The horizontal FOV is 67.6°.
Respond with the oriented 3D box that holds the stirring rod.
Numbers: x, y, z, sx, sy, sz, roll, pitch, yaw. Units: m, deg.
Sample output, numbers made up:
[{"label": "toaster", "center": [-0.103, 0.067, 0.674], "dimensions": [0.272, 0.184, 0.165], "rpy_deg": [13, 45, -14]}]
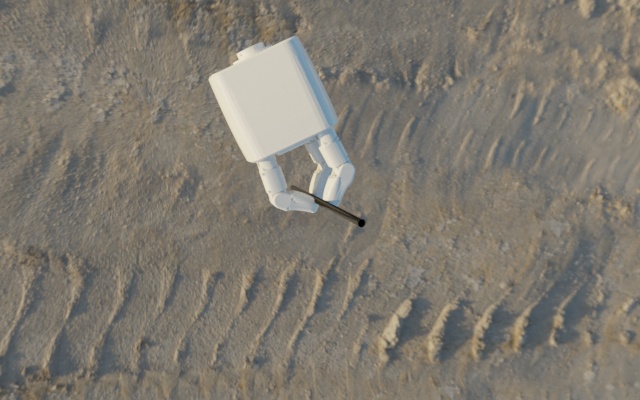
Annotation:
[{"label": "stirring rod", "center": [0.000, 0.002, 0.569], "dimensions": [0.011, 0.011, 0.239], "rpy_deg": [0, 10, -19]}]
